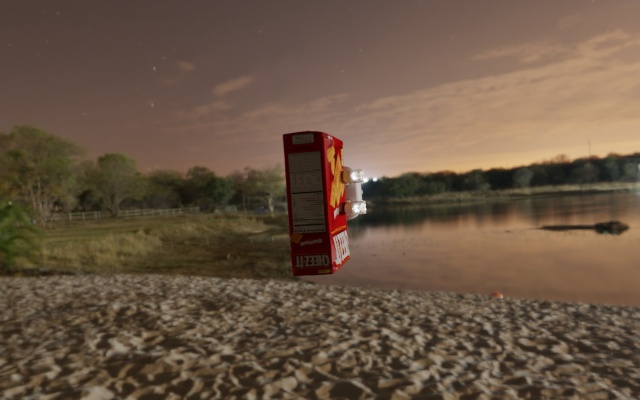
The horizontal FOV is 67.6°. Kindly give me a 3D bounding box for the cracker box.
[{"bbox_3d":[0.000,0.002,0.773,0.072,0.213,0.164,-4,1,12],"label":"cracker box"}]
